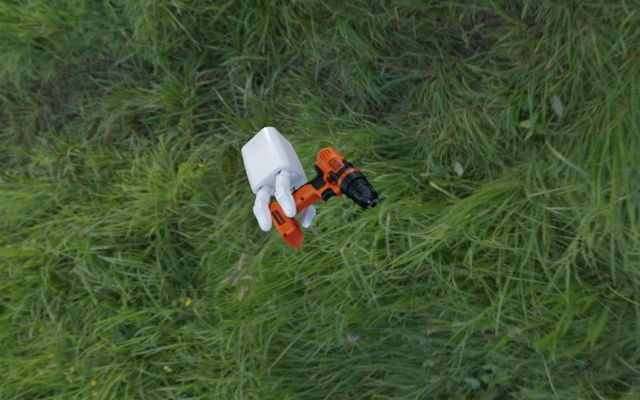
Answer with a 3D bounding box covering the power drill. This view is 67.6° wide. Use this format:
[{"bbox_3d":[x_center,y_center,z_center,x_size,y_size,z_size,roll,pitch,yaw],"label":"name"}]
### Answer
[{"bbox_3d":[0.000,0.003,0.893,0.057,0.187,0.184,50,0,-43],"label":"power drill"}]
